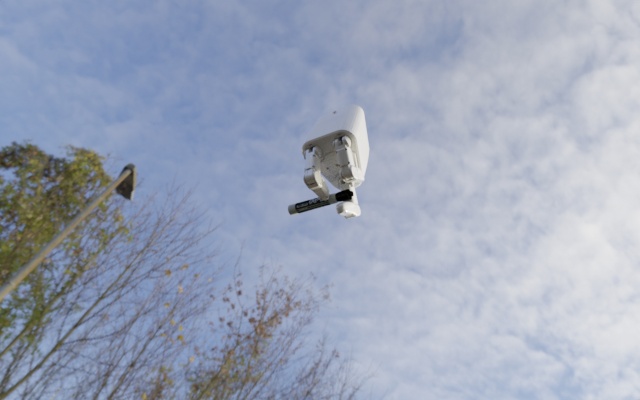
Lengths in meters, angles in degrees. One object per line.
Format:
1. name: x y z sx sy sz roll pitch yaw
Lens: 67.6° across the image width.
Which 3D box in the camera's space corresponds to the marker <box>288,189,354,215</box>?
1. marker: 0.000 0.003 0.804 0.121 0.020 0.020 -16 -7 26
